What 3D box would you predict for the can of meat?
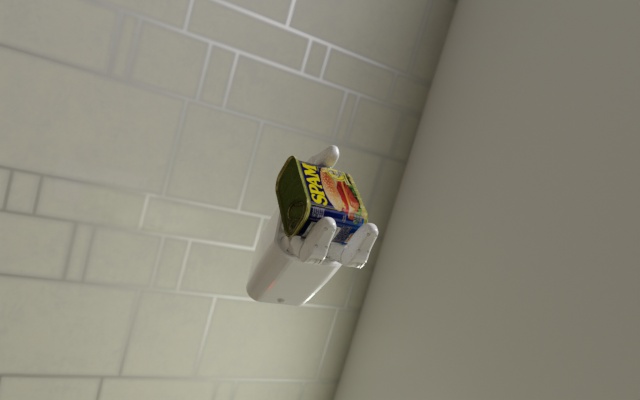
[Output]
[{"bbox_3d":[0.000,0.002,0.571,0.084,0.057,0.102,13,39,-28],"label":"can of meat"}]
